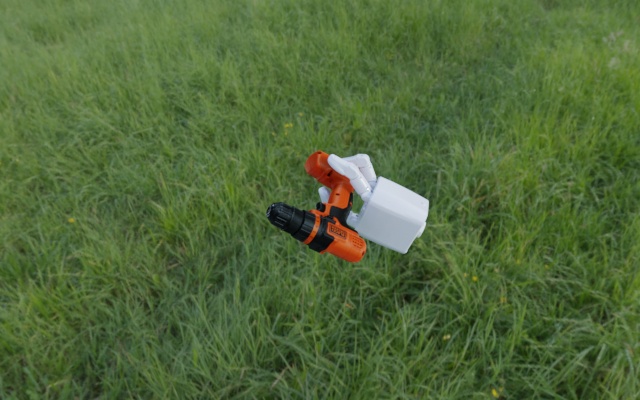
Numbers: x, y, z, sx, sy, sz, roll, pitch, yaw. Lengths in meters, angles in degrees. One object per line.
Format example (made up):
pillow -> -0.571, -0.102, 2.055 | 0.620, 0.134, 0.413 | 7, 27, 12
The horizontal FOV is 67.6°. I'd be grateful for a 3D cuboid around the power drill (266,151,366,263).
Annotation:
power drill -> 0.000, 0.002, 0.835 | 0.184, 0.187, 0.057 | 28, -44, -22
